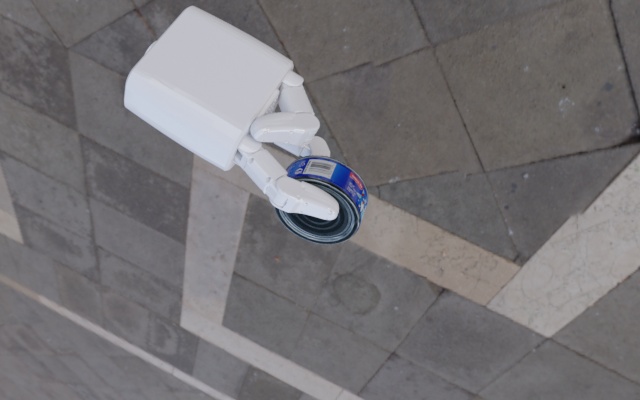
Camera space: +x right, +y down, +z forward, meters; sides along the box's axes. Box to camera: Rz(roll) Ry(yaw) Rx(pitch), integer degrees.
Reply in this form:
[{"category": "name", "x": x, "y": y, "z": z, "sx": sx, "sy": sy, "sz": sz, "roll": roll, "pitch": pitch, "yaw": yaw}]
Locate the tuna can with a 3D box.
[{"category": "tuna can", "x": 0.000, "y": 0.002, "z": 0.448, "sx": 0.086, "sy": 0.086, "sz": 0.033, "roll": 0, "pitch": 42, "yaw": 23}]
